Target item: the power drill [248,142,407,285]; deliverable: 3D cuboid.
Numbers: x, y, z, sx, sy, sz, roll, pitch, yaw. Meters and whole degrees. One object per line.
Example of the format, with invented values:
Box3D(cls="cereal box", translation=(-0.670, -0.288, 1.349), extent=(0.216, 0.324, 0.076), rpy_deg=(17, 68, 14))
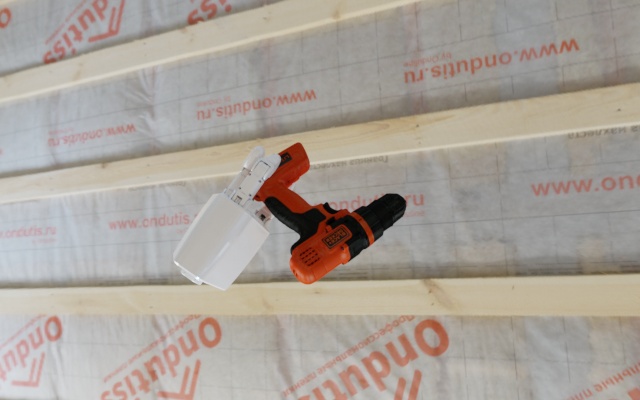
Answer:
Box3D(cls="power drill", translation=(0.000, 0.002, 0.665), extent=(0.184, 0.187, 0.057), rpy_deg=(-33, -30, -20))
